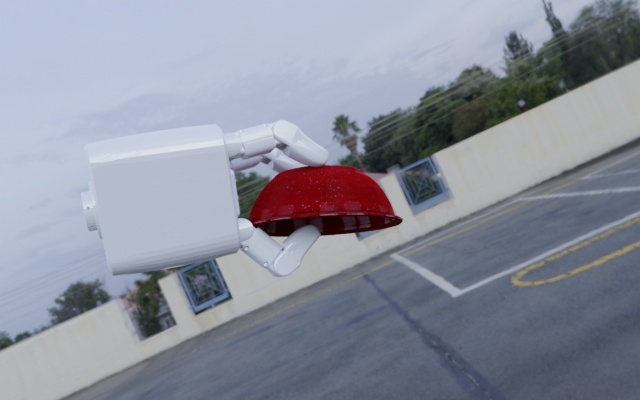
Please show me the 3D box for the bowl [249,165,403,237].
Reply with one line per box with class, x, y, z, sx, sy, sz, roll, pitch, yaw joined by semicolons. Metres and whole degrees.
bowl;0.001;0.001;0.484;0.162;0.055;0.162;-3;-10;0
